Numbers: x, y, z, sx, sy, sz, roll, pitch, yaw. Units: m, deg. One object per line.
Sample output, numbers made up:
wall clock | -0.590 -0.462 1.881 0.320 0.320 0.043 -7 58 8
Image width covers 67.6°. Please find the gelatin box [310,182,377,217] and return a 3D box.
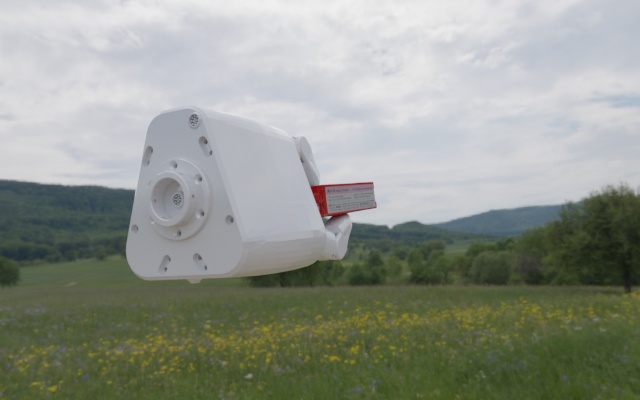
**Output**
gelatin box | 0.000 0.001 0.459 0.073 0.030 0.089 -7 0 37
